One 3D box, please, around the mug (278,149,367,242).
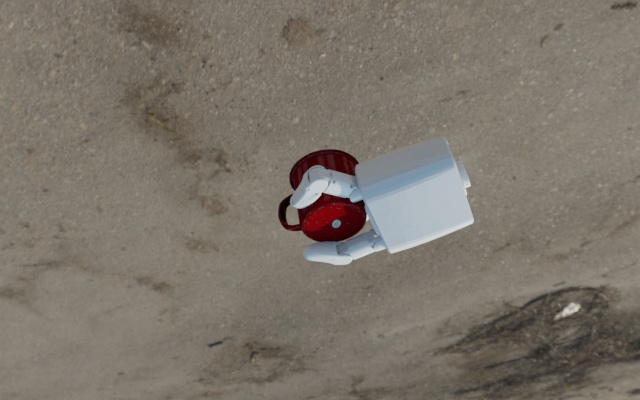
[{"bbox_3d":[-0.001,0.003,0.592,0.117,0.081,0.093,-21,-41,13],"label":"mug"}]
